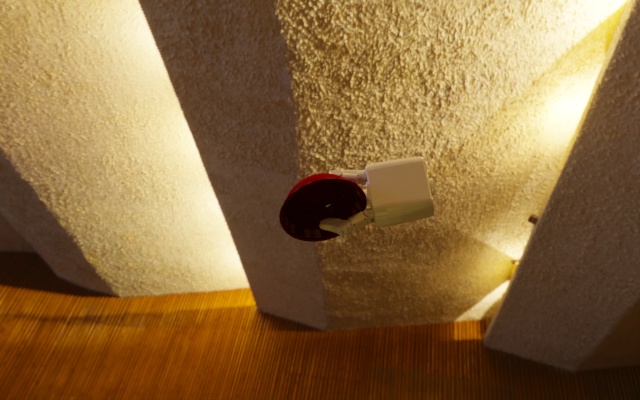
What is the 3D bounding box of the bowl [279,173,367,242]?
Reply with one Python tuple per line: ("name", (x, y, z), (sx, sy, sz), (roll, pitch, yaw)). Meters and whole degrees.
("bowl", (-0.001, 0.003, 0.873), (0.162, 0.162, 0.055), (0, 44, -19))
